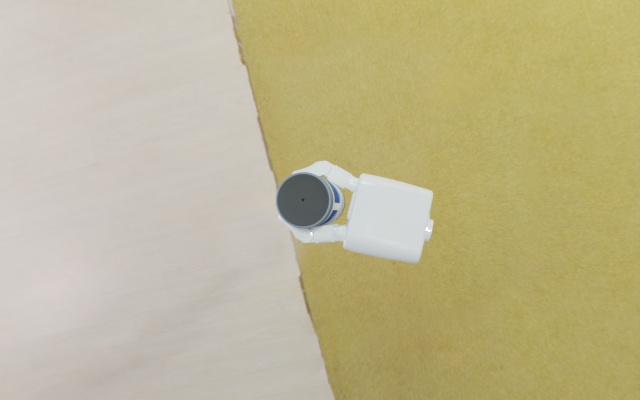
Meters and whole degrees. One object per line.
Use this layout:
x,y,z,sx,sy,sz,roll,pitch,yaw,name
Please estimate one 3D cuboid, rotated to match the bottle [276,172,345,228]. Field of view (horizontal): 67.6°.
0.000,0.002,0.703,0.069,0.069,0.296,0,-1,8,bottle
